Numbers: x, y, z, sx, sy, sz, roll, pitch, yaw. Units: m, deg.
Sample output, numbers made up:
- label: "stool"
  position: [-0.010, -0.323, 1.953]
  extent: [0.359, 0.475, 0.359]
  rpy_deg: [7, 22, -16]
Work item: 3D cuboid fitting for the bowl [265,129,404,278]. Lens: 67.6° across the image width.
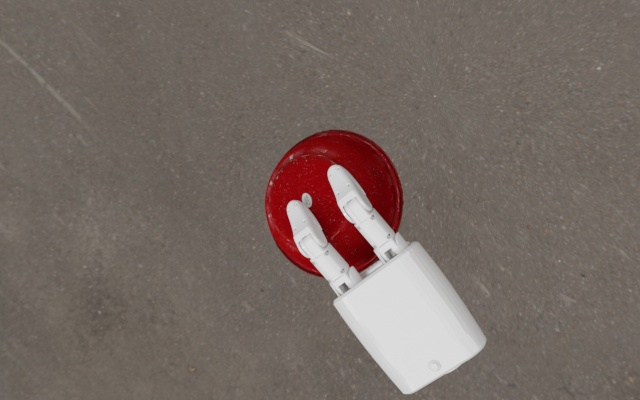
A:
- label: "bowl"
  position: [-0.001, 0.001, 0.495]
  extent: [0.162, 0.162, 0.055]
  rpy_deg: [0, -4, 26]
